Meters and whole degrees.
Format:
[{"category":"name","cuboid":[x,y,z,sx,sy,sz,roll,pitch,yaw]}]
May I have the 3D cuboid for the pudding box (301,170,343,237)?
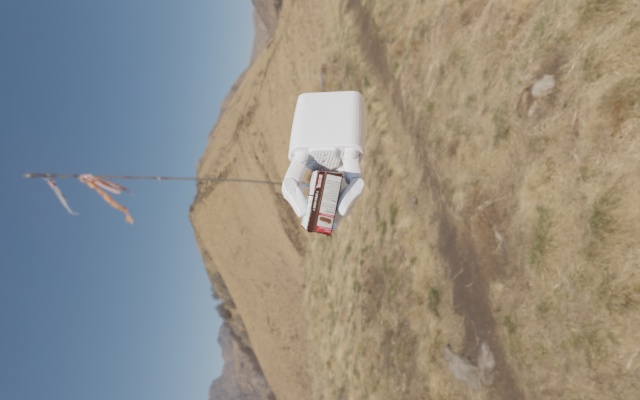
[{"category":"pudding box","cuboid":[0.000,0.002,0.700,0.039,0.090,0.113,10,0,-5]}]
